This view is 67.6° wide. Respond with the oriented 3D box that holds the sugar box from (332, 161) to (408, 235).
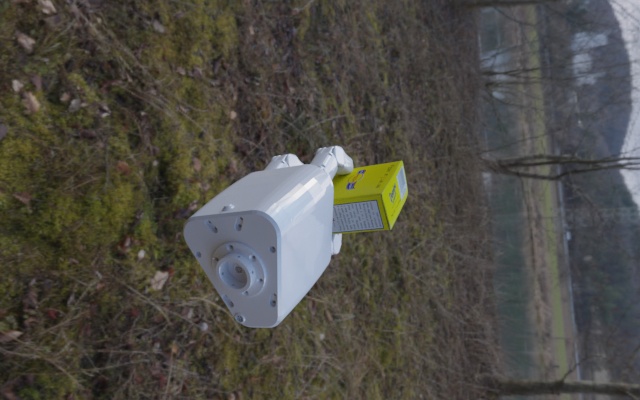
[{"bbox_3d":[0.000,0.001,0.524,0.176,0.048,0.093,-5,22,25],"label":"sugar box"}]
